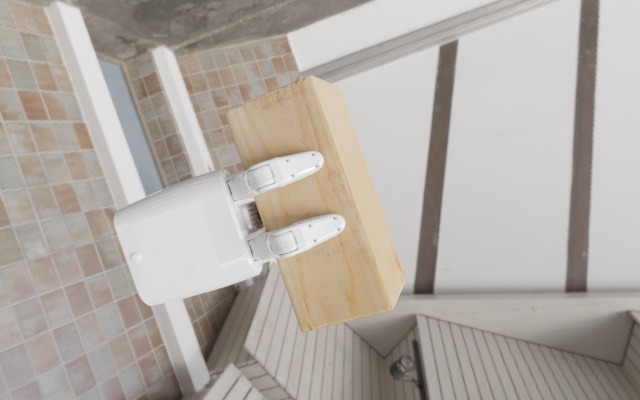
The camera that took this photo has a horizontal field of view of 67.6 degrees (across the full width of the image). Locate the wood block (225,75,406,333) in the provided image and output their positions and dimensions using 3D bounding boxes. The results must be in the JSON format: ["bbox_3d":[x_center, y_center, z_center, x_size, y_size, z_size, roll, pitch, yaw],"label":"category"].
[{"bbox_3d":[0.000,0.002,0.448,0.090,0.206,0.091,-19,1,18],"label":"wood block"}]
